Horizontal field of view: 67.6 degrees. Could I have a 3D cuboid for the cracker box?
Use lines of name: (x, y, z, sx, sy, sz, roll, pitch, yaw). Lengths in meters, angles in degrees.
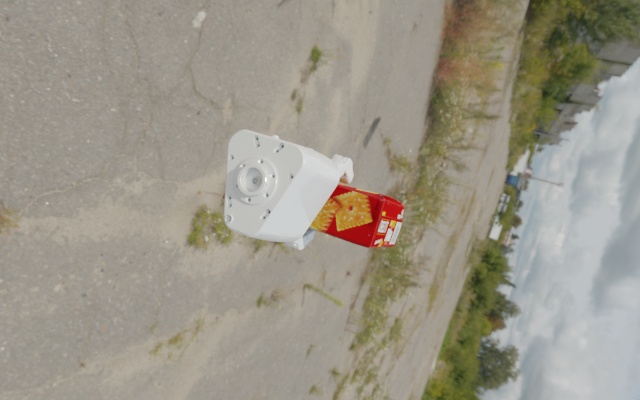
cracker box: (0.000, 0.002, 0.675, 0.213, 0.072, 0.164, 18, 2, 20)
